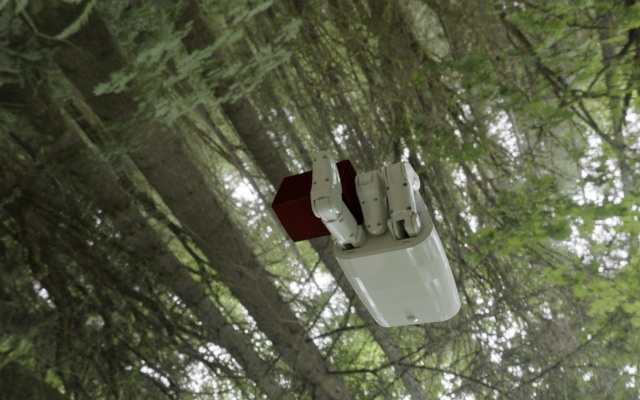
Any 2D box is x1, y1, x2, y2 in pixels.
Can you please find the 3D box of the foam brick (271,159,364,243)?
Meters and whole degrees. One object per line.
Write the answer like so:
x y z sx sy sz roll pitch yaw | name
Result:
0.000 0.002 0.480 0.078 0.051 0.053 -14 32 26 | foam brick
